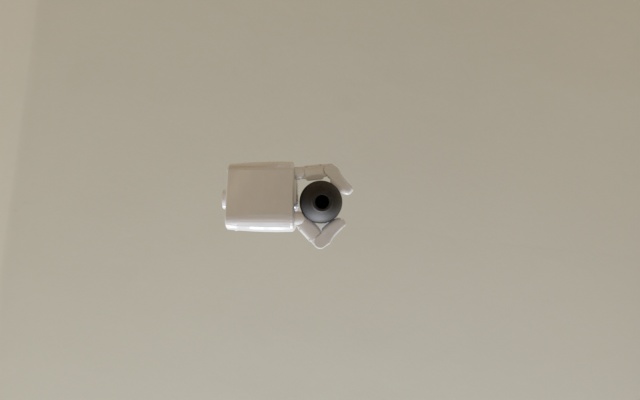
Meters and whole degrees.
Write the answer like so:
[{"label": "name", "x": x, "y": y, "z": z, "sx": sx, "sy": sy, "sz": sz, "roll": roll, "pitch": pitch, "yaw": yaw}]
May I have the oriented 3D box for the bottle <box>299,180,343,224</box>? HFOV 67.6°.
[{"label": "bottle", "x": 0.000, "y": 0.002, "z": 0.769, "sx": 0.069, "sy": 0.069, "sz": 0.296, "roll": 0, "pitch": 0, "yaw": -1}]
